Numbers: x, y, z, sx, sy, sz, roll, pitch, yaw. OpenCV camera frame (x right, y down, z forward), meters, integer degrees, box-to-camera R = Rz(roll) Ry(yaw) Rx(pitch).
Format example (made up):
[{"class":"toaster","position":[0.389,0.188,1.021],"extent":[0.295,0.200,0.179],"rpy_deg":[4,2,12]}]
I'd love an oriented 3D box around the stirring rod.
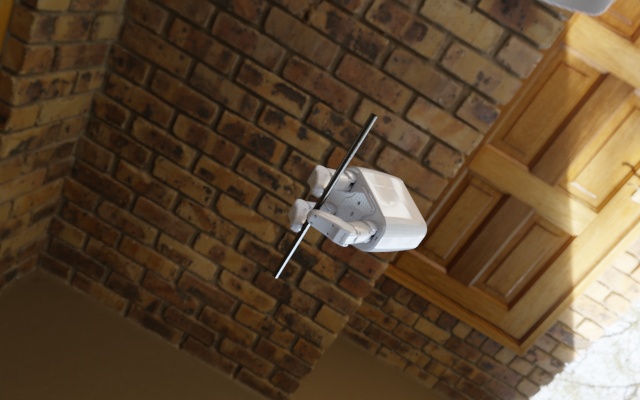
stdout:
[{"class":"stirring rod","position":[0.000,0.002,0.564],"extent":[0.011,0.240,0.011],"rpy_deg":[26,23,-12]}]
